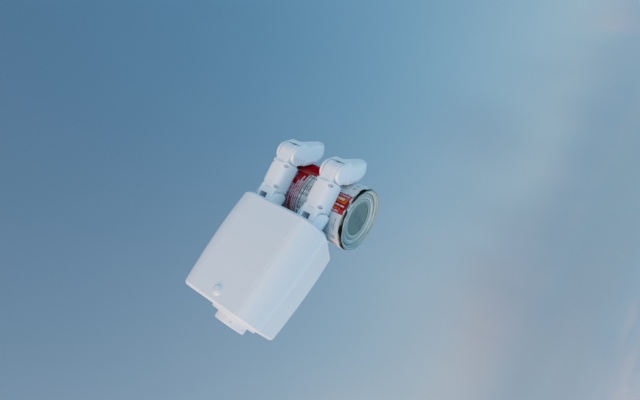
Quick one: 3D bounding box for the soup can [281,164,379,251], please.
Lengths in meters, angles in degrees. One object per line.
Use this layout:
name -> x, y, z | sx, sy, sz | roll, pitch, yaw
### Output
soup can -> 0.001, 0.001, 0.496 | 0.102, 0.068, 0.068 | 25, 13, 31
